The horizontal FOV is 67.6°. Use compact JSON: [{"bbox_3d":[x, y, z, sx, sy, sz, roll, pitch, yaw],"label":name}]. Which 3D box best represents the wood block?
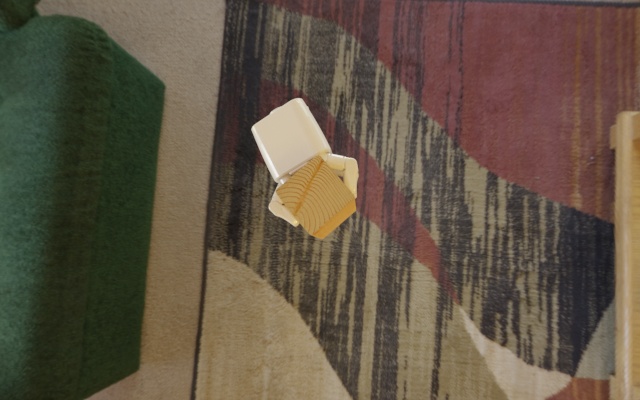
[{"bbox_3d":[0.000,0.003,0.817,0.091,0.090,0.206,-40,-8,0],"label":"wood block"}]
